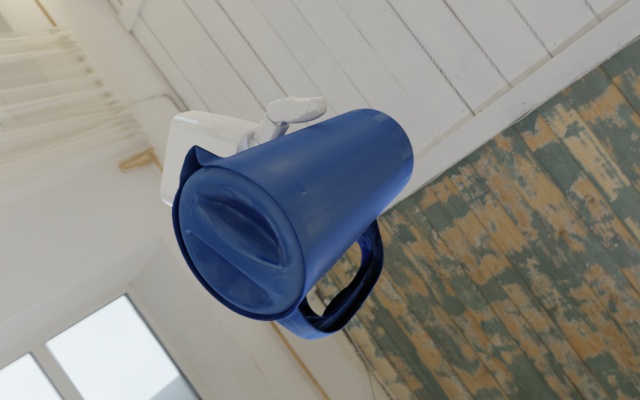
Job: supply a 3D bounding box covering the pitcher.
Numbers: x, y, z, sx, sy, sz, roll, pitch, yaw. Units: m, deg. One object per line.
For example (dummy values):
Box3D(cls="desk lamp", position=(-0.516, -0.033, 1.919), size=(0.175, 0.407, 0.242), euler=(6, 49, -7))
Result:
Box3D(cls="pitcher", position=(0.000, 0.001, 0.449), size=(0.145, 0.149, 0.242), euler=(18, 32, 28))
